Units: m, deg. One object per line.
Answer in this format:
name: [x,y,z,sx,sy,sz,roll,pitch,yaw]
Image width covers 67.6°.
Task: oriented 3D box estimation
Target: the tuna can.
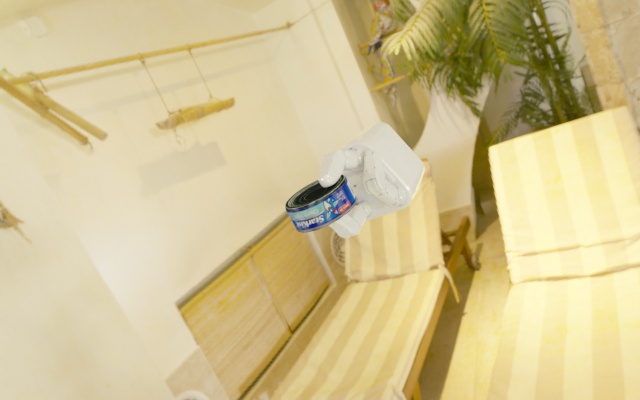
tuna can: [0.000,0.001,0.588,0.086,0.034,0.086,-25,17,8]
